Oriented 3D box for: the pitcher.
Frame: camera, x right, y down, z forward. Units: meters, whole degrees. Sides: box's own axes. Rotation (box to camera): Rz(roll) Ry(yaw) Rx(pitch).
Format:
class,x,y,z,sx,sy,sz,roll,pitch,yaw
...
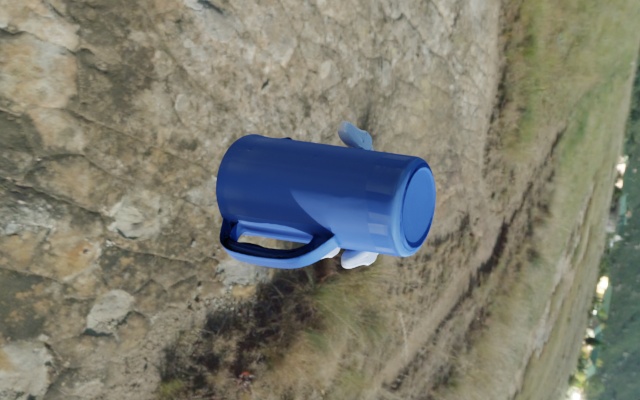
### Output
class,x,y,z,sx,sy,sz,roll,pitch,yaw
pitcher,0.000,0.002,0.563,0.243,0.149,0.145,9,9,33
